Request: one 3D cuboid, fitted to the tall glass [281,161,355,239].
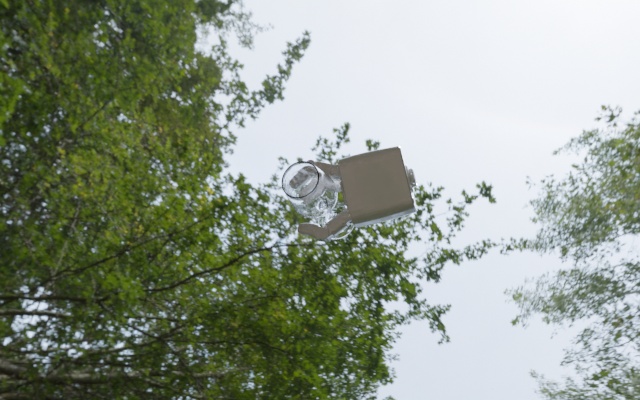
[{"bbox_3d":[0.000,0.003,0.810,0.079,0.079,0.201,0,-20,20],"label":"tall glass"}]
